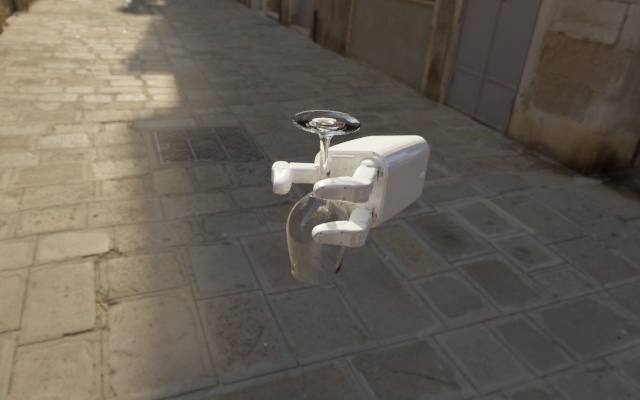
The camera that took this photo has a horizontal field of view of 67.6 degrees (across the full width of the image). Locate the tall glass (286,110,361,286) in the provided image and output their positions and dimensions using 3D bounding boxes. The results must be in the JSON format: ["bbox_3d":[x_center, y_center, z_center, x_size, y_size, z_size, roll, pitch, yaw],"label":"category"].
[{"bbox_3d":[0.000,0.001,0.561,0.079,0.201,0.079,4,28,-2],"label":"tall glass"}]
